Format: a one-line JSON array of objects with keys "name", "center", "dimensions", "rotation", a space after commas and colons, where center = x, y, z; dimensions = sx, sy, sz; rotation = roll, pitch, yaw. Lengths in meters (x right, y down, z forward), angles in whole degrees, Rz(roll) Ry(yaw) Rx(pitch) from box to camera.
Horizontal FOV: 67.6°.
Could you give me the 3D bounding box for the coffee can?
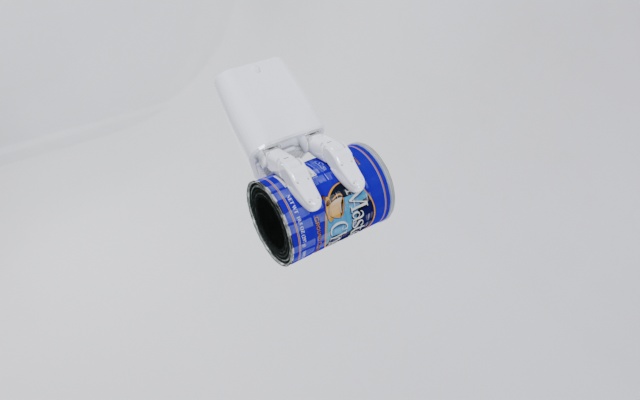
[{"name": "coffee can", "center": [0.000, 0.002, 0.555], "dimensions": [0.140, 0.103, 0.103], "rotation": [-23, 10, -25]}]
